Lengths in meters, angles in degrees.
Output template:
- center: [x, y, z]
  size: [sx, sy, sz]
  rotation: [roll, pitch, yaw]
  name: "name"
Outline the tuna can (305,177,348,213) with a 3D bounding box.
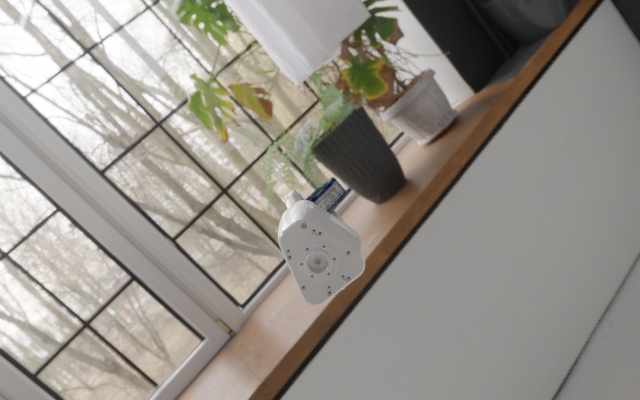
- center: [0.000, 0.002, 0.754]
  size: [0.086, 0.034, 0.086]
  rotation: [-42, 6, 5]
  name: "tuna can"
